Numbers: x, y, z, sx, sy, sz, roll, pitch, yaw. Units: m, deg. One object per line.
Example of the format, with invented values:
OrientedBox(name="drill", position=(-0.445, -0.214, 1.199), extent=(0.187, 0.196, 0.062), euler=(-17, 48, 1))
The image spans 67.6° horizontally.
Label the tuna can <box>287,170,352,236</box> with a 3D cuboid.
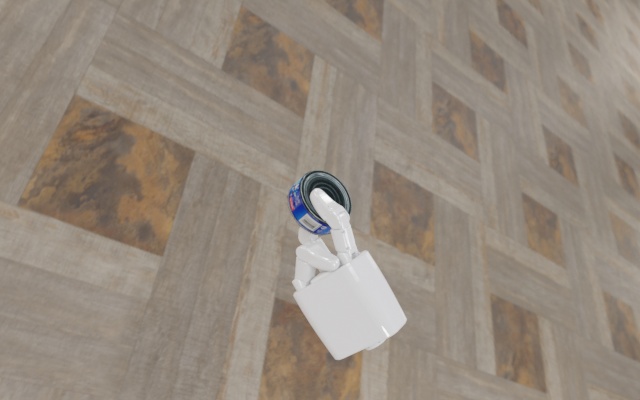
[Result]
OrientedBox(name="tuna can", position=(0.000, 0.002, 0.649), extent=(0.086, 0.086, 0.034), euler=(0, -27, -38))
